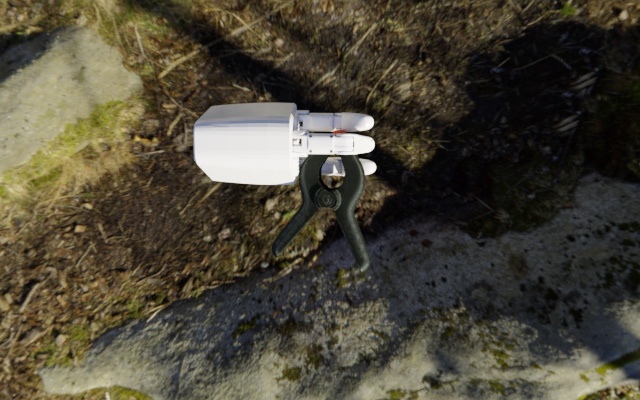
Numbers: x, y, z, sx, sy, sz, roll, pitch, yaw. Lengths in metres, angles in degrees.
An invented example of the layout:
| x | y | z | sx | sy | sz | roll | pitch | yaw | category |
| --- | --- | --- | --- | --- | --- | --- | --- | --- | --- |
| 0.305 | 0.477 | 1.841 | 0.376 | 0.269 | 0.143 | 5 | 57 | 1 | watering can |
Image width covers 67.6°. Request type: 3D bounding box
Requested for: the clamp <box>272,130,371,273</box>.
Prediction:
| x | y | z | sx | sy | sz | roll | pitch | yaw | category |
| --- | --- | --- | --- | --- | --- | --- | --- | --- | --- |
| 0.000 | 0.002 | 0.571 | 0.120 | 0.171 | 0.039 | 0 | 6 | 1 | clamp |
